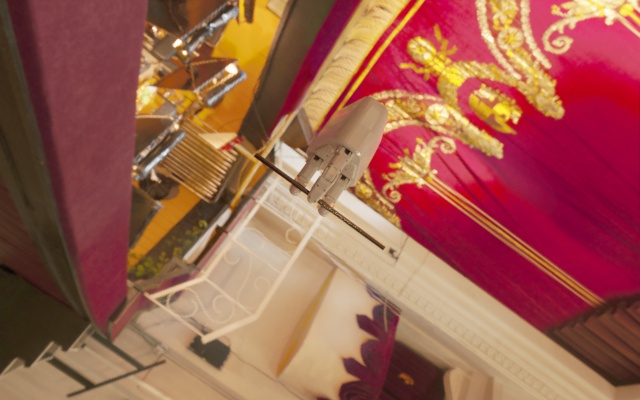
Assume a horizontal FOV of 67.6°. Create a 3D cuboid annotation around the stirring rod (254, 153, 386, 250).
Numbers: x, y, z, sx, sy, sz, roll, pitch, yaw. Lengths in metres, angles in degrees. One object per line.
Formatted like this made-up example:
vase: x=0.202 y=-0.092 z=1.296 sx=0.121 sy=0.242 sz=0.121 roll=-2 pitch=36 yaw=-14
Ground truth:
stirring rod: x=0.000 y=0.002 z=0.719 sx=0.239 sy=0.011 sz=0.011 roll=36 pitch=-3 yaw=-5
